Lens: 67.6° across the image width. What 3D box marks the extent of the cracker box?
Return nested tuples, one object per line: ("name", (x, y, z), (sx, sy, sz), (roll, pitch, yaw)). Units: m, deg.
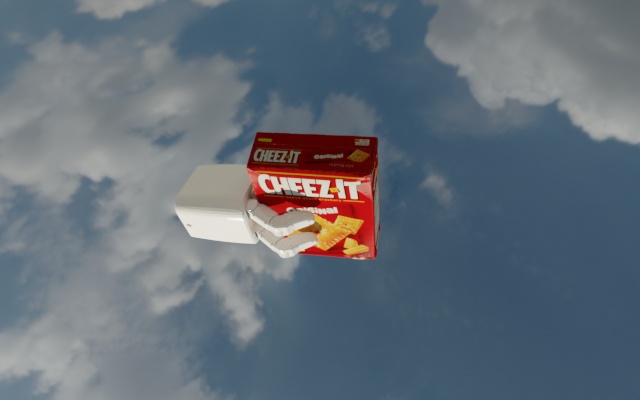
("cracker box", (0.000, 0.002, 0.686), (0.164, 0.072, 0.214), (4, -35, 11))
